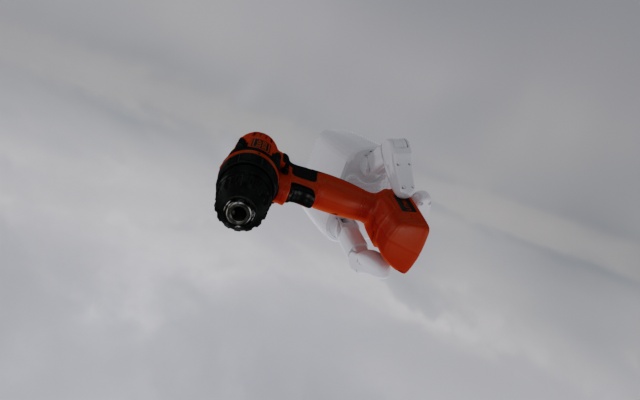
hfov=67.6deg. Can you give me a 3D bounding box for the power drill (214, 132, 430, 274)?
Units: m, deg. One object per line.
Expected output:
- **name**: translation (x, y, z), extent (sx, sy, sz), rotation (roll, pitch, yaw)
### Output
- **power drill**: translation (0.000, 0.002, 0.431), extent (0.187, 0.057, 0.184), rotation (23, 19, -11)
